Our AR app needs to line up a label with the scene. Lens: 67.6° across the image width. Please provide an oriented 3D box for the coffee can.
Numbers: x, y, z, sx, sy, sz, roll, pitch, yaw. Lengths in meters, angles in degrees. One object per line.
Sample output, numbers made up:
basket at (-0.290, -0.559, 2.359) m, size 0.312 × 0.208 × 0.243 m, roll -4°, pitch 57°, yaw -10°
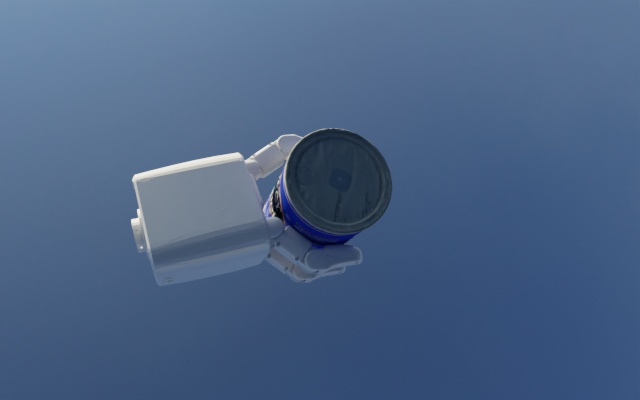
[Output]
coffee can at (0.000, 0.001, 0.498) m, size 0.103 × 0.102 × 0.140 m, roll 0°, pitch -18°, yaw -16°
